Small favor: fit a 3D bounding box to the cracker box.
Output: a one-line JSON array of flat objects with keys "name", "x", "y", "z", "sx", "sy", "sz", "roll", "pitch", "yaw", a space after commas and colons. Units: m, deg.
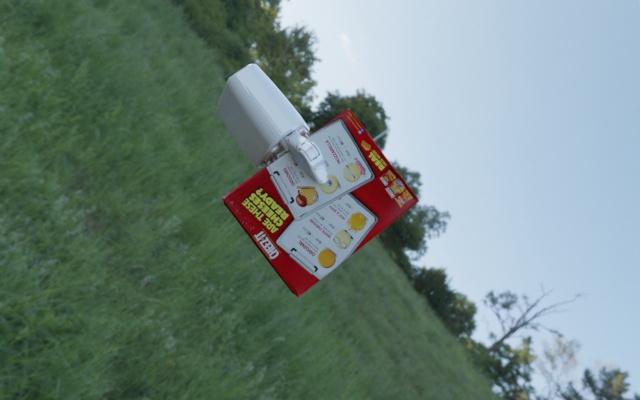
[{"name": "cracker box", "x": 0.000, "y": 0.002, "z": 0.661, "sx": 0.213, "sy": 0.164, "sz": 0.072, "roll": -37, "pitch": 0, "yaw": -12}]
